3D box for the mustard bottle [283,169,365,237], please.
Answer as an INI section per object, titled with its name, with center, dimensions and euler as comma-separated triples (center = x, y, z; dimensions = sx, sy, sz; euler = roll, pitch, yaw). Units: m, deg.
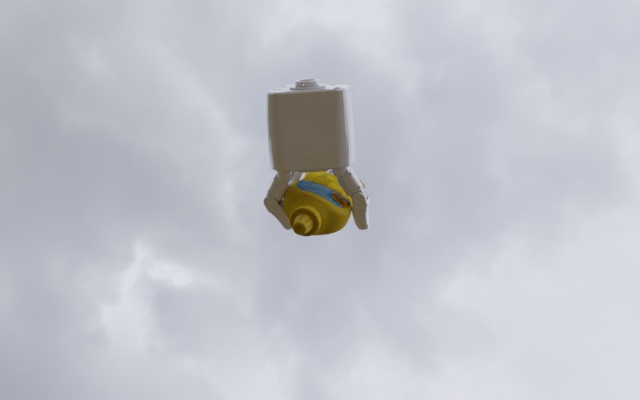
[mustard bottle]
center = 0.000, 0.002, 0.686
dimensions = 0.096, 0.058, 0.191
euler = 26, 25, 6
